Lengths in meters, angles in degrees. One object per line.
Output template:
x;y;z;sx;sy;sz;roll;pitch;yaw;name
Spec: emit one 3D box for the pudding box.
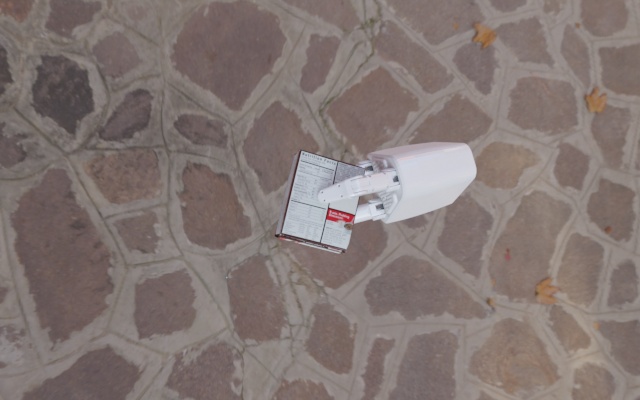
0.000;0.002;0.596;0.090;0.113;0.039;15;-13;-11;pudding box
